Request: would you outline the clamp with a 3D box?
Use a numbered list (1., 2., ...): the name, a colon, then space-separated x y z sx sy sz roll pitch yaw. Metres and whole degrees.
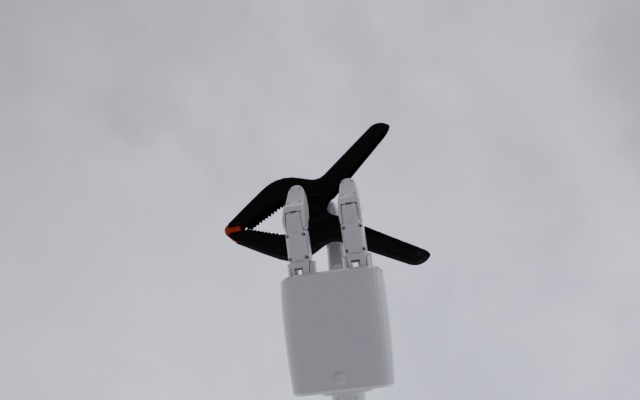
1. clamp: 0.000 0.002 0.520 0.210 0.164 0.036 -8 -21 6
